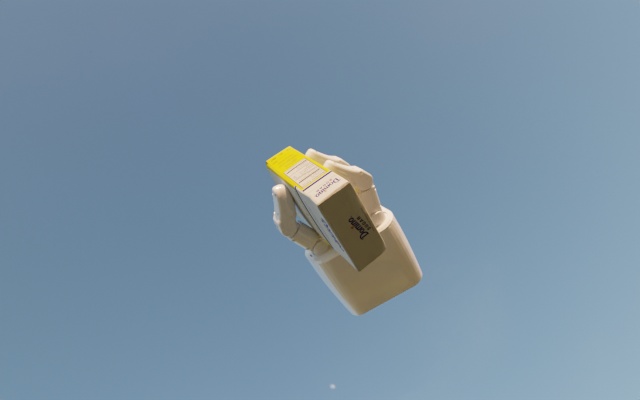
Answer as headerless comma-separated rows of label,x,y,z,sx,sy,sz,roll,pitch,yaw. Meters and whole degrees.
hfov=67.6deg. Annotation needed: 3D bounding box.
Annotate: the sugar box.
sugar box,0.001,0.002,0.536,0.048,0.093,0.176,-37,28,-11
